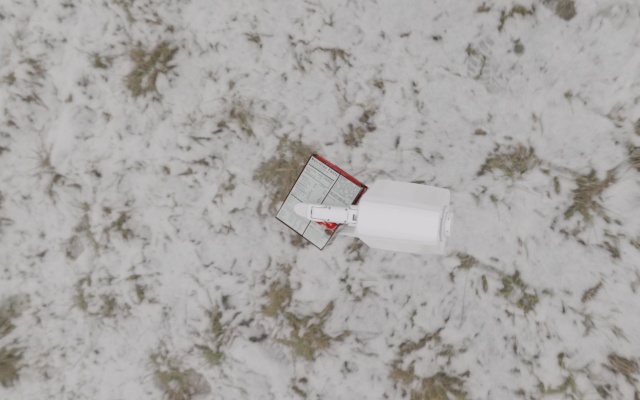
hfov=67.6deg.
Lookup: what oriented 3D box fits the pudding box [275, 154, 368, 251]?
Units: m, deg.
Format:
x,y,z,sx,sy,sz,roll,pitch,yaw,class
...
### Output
x,y,z,sx,sy,sz,roll,pitch,yaw,class
0.000,0.002,0.686,0.090,0.113,0.039,35,12,13,pudding box
